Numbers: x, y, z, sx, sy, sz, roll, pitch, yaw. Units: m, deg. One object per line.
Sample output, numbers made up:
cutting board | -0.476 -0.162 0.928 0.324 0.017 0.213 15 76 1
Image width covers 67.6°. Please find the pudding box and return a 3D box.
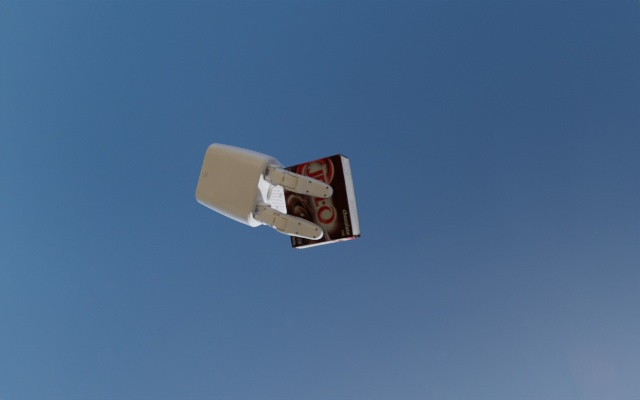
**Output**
pudding box | 0.000 0.002 0.640 0.090 0.113 0.039 -13 -7 24
